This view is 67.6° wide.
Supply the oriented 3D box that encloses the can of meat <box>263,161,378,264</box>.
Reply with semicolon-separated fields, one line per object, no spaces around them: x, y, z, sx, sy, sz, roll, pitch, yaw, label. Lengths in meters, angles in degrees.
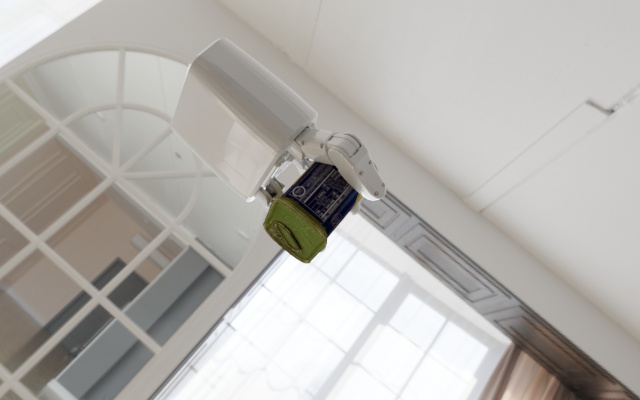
0.000;0.001;0.431;0.057;0.084;0.102;40;-23;3;can of meat
